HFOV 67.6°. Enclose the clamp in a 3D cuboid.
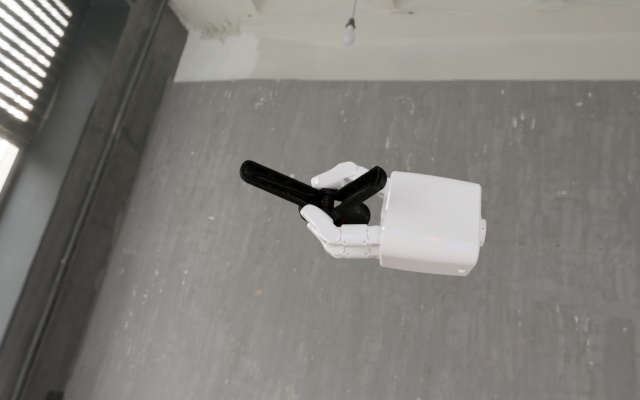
[{"bbox_3d":[0.001,0.001,0.593,0.164,0.036,0.210,7,-19,10],"label":"clamp"}]
